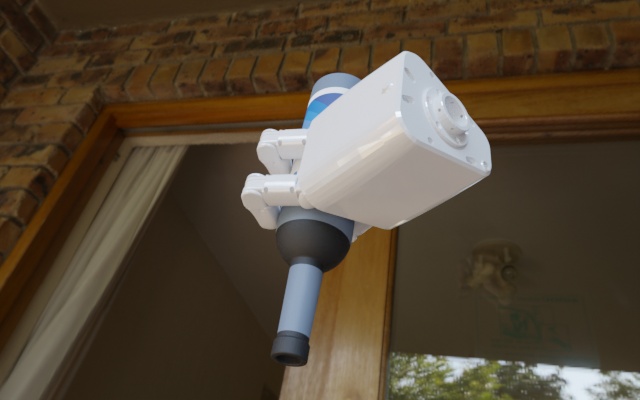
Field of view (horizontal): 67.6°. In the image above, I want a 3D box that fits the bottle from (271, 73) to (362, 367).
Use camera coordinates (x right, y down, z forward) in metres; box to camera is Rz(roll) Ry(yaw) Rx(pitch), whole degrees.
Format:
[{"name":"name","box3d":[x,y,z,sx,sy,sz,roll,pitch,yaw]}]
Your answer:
[{"name":"bottle","box3d":[0.000,0.001,0.435,0.069,0.295,0.069,7,-38,6]}]
